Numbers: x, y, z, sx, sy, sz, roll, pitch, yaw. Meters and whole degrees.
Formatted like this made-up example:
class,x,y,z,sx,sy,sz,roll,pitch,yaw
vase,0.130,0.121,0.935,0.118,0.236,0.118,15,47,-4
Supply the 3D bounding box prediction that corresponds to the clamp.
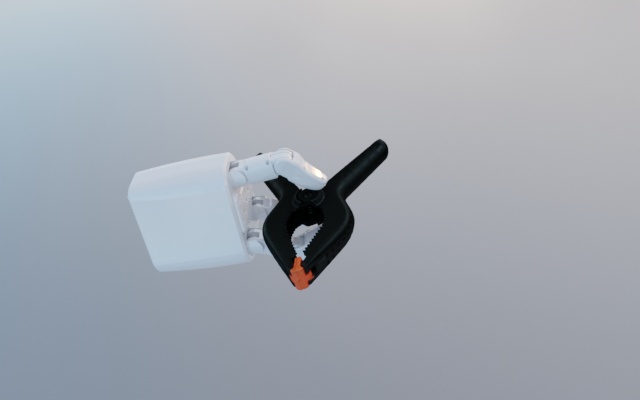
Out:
class,x,y,z,sx,sy,sz,roll,pitch,yaw
clamp,0.000,0.001,0.507,0.164,0.036,0.209,-10,39,7
